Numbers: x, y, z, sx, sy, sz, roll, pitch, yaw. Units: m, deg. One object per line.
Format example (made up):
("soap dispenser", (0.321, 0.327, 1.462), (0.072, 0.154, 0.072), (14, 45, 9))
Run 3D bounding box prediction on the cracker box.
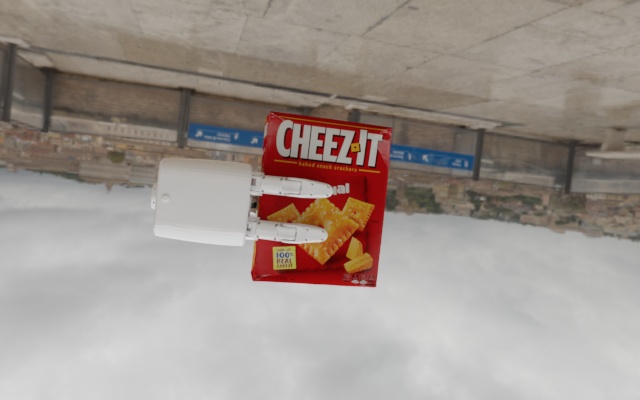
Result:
("cracker box", (0.000, 0.002, 0.627), (0.164, 0.213, 0.072), (6, 1, -11))
